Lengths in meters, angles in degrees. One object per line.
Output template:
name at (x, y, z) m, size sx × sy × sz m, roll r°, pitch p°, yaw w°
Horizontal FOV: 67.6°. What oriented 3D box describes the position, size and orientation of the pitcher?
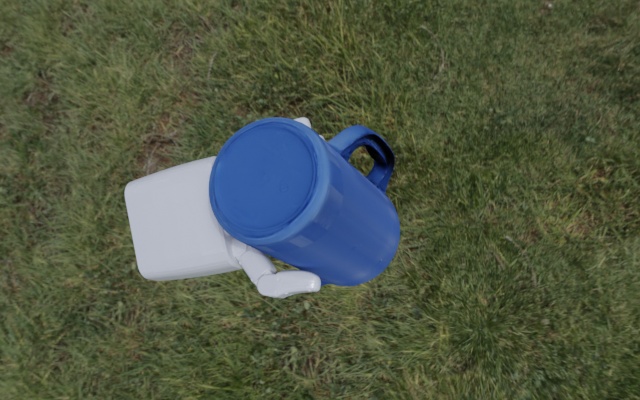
pitcher at (0.000, 0.002, 0.484) m, size 0.145 × 0.149 × 0.243 m, roll -12°, pitch -18°, yaw 16°
